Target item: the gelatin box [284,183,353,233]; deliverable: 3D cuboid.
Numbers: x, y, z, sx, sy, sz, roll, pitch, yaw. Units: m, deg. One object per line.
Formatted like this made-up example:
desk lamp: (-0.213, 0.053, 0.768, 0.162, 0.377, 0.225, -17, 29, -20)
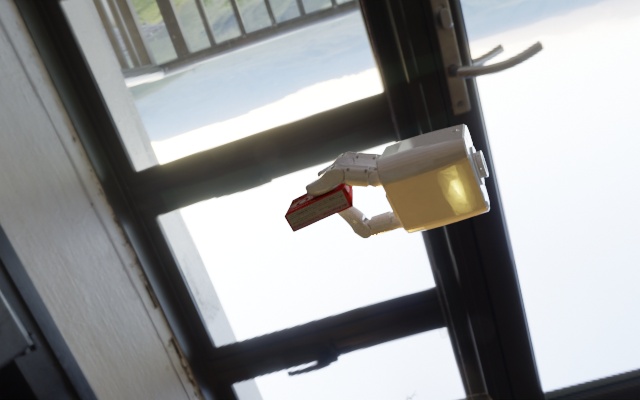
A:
gelatin box: (0.000, 0.003, 0.638, 0.089, 0.030, 0.073, -25, 13, 12)
